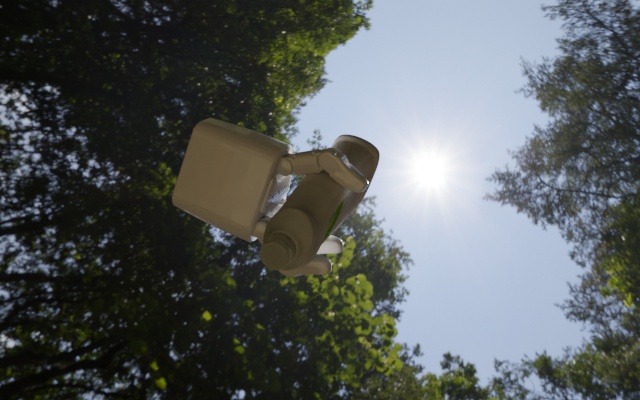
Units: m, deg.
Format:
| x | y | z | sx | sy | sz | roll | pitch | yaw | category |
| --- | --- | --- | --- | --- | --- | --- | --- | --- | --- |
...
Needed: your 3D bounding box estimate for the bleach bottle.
| x | y | z | sx | sy | sz | roll | pitch | yaw | category |
| --- | --- | --- | --- | --- | --- | --- | --- | --- | --- |
| 0.000 | 0.002 | 0.541 | 0.068 | 0.103 | 0.250 | 24 | 26 | 10 | bleach bottle |
